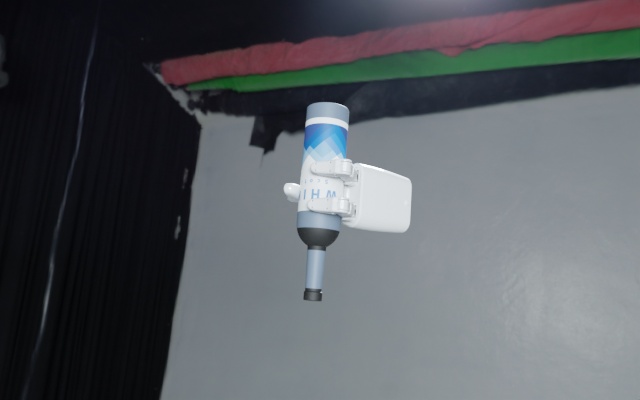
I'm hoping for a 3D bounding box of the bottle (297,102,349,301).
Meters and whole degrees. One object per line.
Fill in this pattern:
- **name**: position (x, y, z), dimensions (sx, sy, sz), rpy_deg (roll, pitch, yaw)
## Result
- **bottle**: position (0.000, 0.002, 0.725), dimensions (0.069, 0.295, 0.069), rpy_deg (5, -10, 1)
